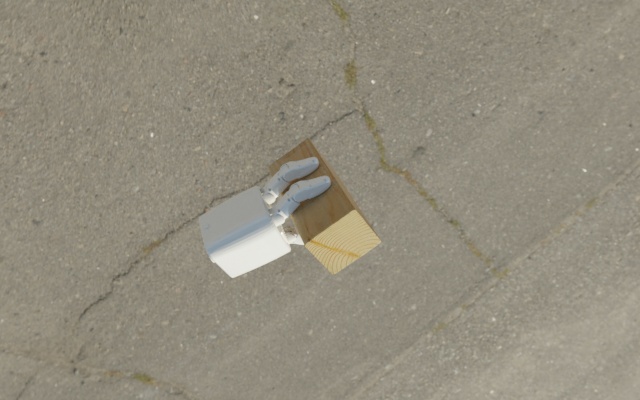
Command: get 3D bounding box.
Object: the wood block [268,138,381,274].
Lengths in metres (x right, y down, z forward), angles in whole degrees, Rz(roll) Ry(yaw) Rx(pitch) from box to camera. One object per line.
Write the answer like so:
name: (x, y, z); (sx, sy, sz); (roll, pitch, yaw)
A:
wood block: (0.000, 0.003, 0.757); (0.091, 0.090, 0.206); (50, 7, -41)
